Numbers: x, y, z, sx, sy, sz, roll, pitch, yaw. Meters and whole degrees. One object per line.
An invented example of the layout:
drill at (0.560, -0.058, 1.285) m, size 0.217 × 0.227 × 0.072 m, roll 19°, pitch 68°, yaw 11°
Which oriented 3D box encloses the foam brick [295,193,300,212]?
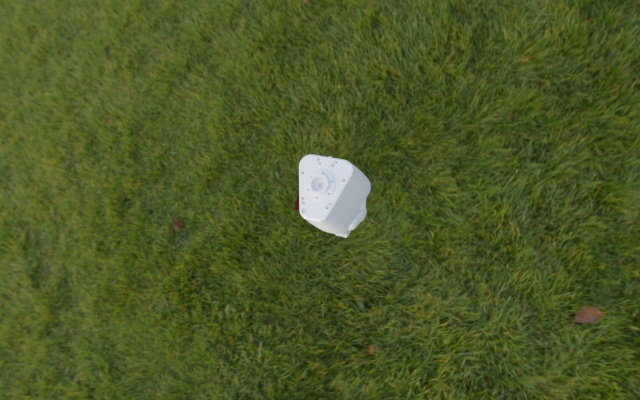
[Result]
foam brick at (0.000, 0.003, 0.880) m, size 0.078 × 0.053 × 0.051 m, roll 11°, pitch -8°, yaw 22°
